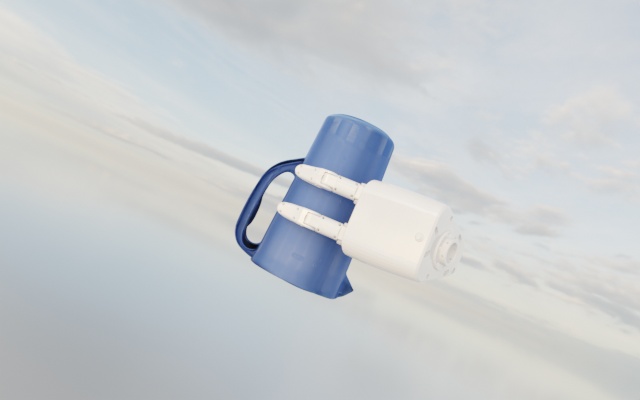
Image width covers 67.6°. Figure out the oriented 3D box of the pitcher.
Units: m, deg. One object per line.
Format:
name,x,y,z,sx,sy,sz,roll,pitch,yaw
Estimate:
pitcher,0.000,0.002,0.673,0.145,0.243,0.149,20,-6,41
